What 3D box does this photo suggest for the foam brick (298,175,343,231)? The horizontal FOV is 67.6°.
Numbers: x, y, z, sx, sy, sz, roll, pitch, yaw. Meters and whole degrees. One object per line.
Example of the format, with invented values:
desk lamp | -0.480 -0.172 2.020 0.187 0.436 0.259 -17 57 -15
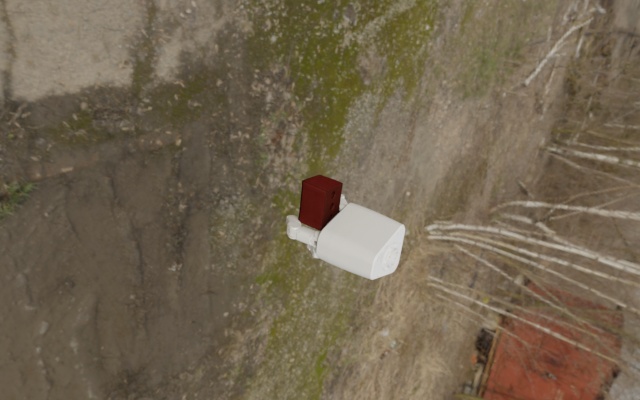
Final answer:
foam brick | 0.000 0.002 0.816 0.051 0.078 0.053 21 28 30
